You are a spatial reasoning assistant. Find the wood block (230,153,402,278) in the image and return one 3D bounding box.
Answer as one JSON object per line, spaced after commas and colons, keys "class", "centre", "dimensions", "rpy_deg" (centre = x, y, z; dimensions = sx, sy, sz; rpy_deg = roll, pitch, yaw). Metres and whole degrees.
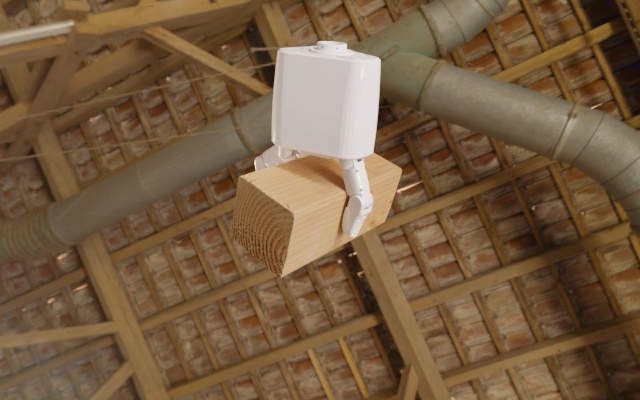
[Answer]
{"class": "wood block", "centre": [0.000, 0.002, 0.596], "dimensions": [0.090, 0.090, 0.206], "rpy_deg": [34, 36, 29]}
